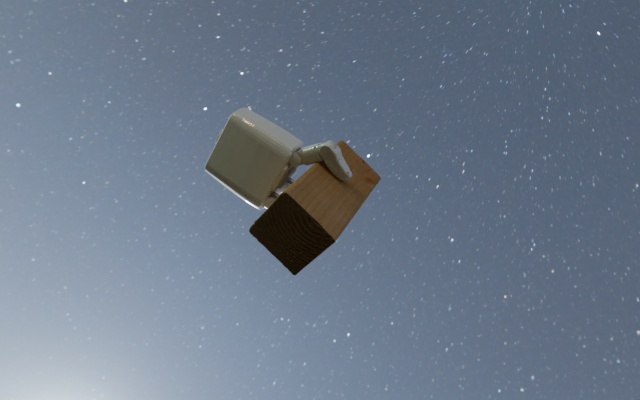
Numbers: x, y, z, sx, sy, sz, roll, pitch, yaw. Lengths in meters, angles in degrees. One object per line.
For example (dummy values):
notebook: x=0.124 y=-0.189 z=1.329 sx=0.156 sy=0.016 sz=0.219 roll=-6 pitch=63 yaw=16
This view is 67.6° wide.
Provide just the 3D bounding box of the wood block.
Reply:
wood block: x=0.000 y=0.002 z=0.687 sx=0.091 sy=0.090 sz=0.206 roll=-44 pitch=2 yaw=34
